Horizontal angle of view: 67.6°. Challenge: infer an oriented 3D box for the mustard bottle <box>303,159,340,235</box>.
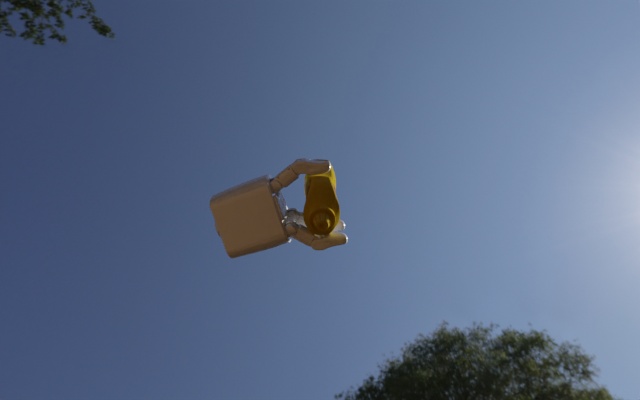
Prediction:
[{"bbox_3d":[0.000,0.002,0.787,0.058,0.096,0.191,3,21,-2],"label":"mustard bottle"}]
